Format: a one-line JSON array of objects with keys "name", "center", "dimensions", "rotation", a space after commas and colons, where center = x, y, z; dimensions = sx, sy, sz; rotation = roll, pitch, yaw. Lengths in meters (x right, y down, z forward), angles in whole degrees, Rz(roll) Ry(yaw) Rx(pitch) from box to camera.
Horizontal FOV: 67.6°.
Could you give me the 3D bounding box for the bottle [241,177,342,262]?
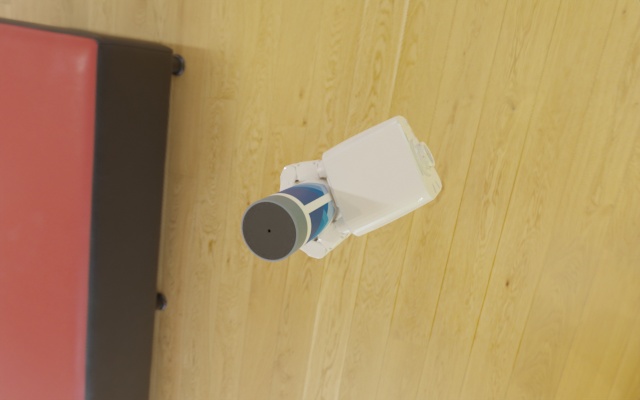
[{"name": "bottle", "center": [0.000, 0.002, 0.623], "dimensions": [0.069, 0.069, 0.295], "rotation": [0, 12, 22]}]
